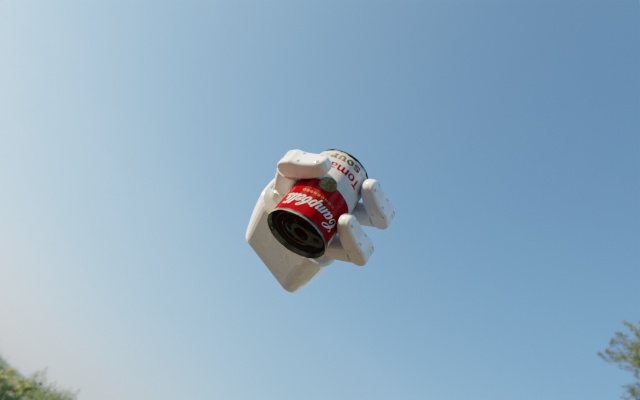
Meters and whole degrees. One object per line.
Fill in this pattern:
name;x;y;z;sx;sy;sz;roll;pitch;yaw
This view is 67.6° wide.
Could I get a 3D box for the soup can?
soup can;0.000;0.001;0.504;0.068;0.068;0.102;0;40;40
